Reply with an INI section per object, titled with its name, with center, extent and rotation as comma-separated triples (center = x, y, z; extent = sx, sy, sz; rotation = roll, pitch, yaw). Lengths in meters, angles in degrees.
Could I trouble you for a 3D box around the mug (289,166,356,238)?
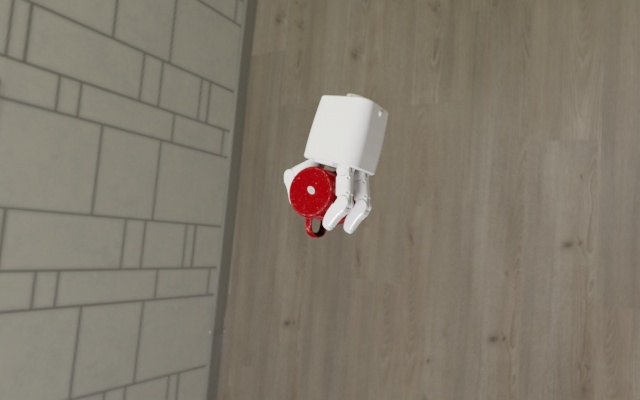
[mug]
center = 0.000, 0.004, 0.771
extent = 0.093, 0.117, 0.081
rotation = 14, 0, 32
